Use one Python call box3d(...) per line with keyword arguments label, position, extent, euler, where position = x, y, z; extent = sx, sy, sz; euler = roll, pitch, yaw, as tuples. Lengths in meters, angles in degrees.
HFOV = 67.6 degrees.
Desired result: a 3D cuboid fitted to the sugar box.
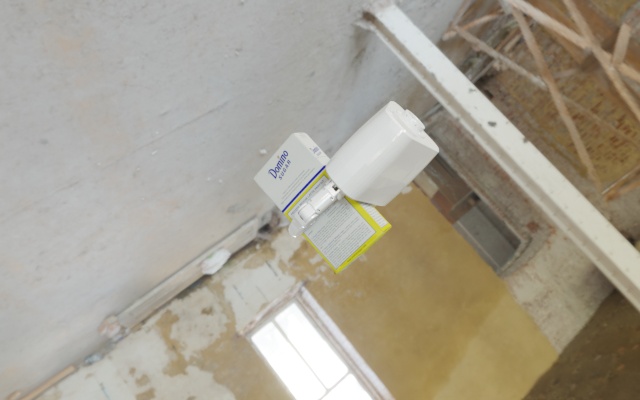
box3d(label="sugar box", position=(0.000, 0.002, 0.640), extent=(0.093, 0.176, 0.048), euler=(-45, -12, 23))
